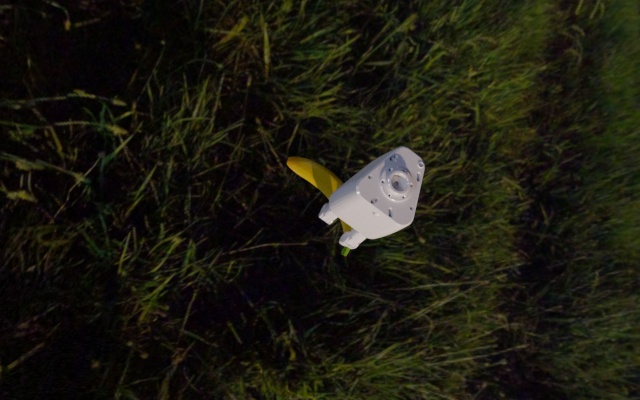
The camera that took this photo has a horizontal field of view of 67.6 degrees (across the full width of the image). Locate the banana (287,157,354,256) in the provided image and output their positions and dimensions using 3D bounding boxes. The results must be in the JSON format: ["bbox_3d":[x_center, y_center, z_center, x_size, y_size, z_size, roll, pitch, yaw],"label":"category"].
[{"bbox_3d":[0.018,-0.004,0.823,0.069,0.198,0.037,-31,-4,1],"label":"banana"}]
